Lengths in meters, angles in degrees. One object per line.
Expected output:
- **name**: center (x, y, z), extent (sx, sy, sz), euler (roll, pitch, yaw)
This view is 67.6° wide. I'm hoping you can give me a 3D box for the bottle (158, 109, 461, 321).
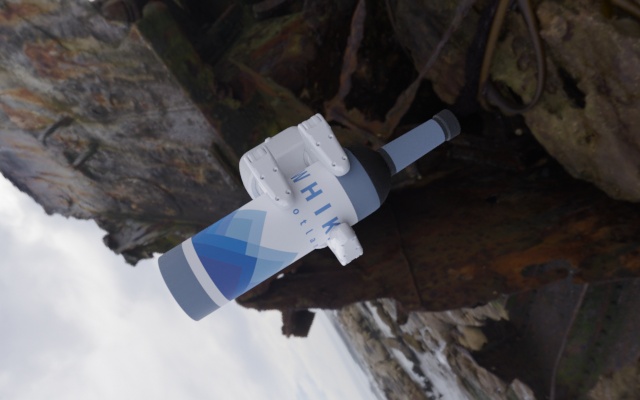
- **bottle**: center (0.000, 0.002, 0.436), extent (0.295, 0.069, 0.069), euler (-31, 4, -7)
